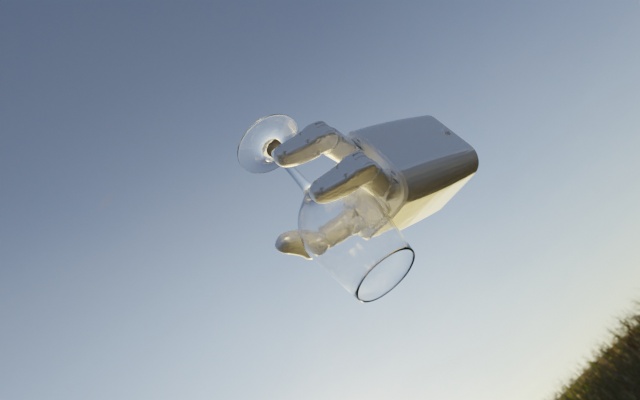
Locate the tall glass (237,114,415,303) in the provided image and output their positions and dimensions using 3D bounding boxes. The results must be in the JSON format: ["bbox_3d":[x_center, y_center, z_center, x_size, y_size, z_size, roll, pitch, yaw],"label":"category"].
[{"bbox_3d":[0.000,0.001,0.449,0.079,0.079,0.201,0,38,-44],"label":"tall glass"}]
